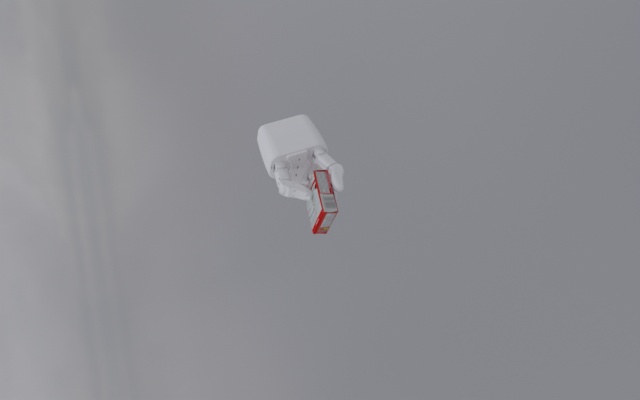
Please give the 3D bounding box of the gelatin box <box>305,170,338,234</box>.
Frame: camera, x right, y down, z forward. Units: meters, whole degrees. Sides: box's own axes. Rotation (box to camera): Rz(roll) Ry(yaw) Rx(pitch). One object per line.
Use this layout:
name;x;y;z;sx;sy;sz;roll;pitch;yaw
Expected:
gelatin box;0.000;0.003;0.831;0.030;0.089;0.073;-1;-34;-19
